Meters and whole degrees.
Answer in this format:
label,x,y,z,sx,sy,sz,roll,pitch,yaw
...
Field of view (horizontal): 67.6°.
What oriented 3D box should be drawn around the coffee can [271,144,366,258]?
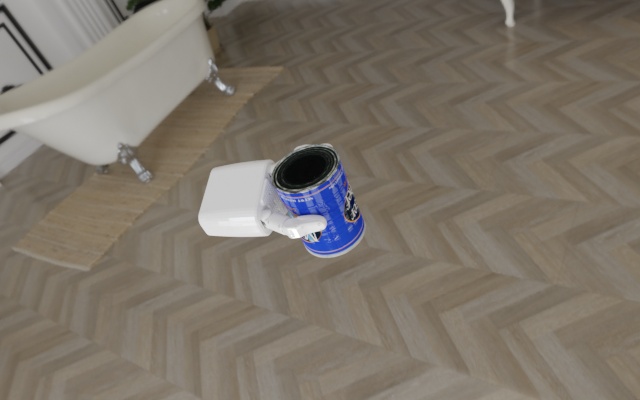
label,x,y,z,sx,sy,sz,roll,pitch,yaw
coffee can,0.000,0.002,0.713,0.103,0.140,0.102,-14,40,12
